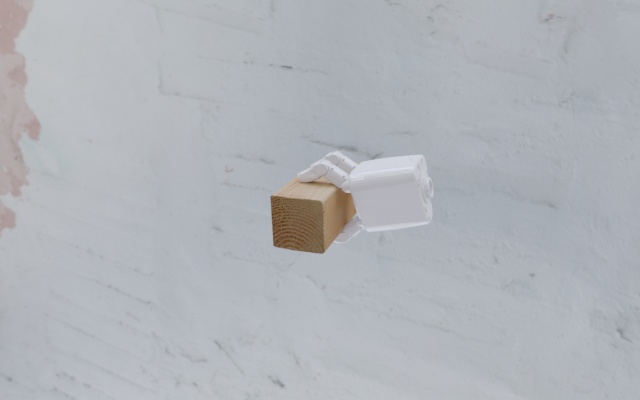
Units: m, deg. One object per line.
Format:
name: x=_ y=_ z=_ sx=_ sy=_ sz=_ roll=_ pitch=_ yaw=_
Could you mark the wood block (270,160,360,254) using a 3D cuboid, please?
wood block: x=0.001 y=0.003 z=0.820 sx=0.090 sy=0.091 sz=0.206 roll=6 pitch=22 yaw=20
